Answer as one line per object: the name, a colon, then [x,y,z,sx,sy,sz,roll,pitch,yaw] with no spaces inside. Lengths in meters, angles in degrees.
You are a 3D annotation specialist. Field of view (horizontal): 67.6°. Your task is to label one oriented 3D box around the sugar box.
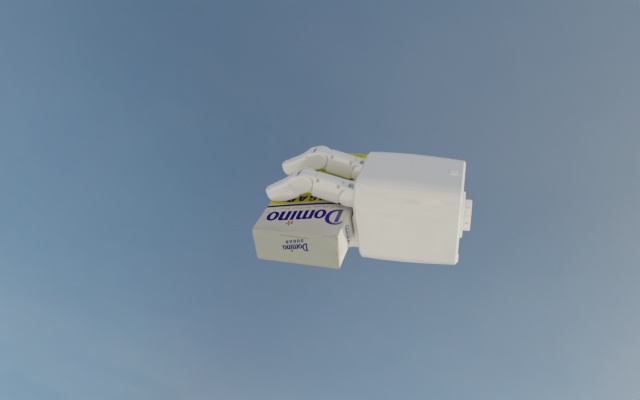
sugar box: [0.000,0.001,0.545,0.093,0.048,0.176,5,32,17]
